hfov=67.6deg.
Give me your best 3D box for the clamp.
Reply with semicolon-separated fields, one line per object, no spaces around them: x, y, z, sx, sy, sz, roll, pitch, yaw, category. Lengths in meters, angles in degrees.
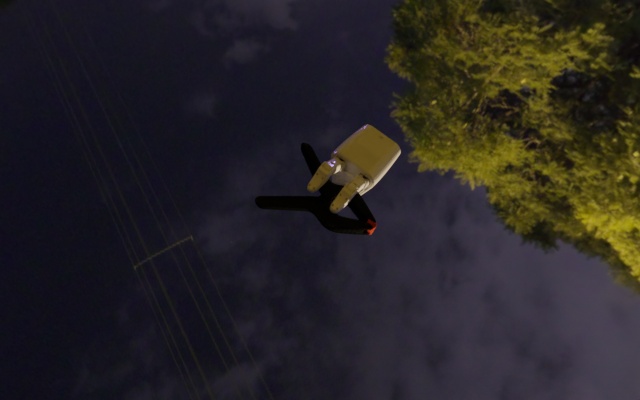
0.001;0.003;0.852;0.210;0.164;0.036;38;-29;11;clamp
